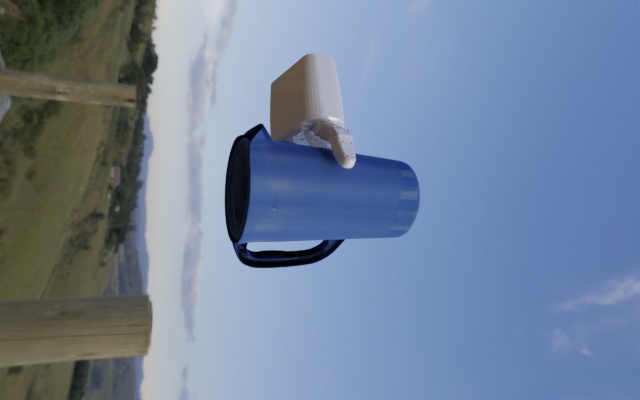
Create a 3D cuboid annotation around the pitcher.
[{"bbox_3d":[0.000,0.002,0.626,0.243,0.145,0.149,4,-24,-23],"label":"pitcher"}]
